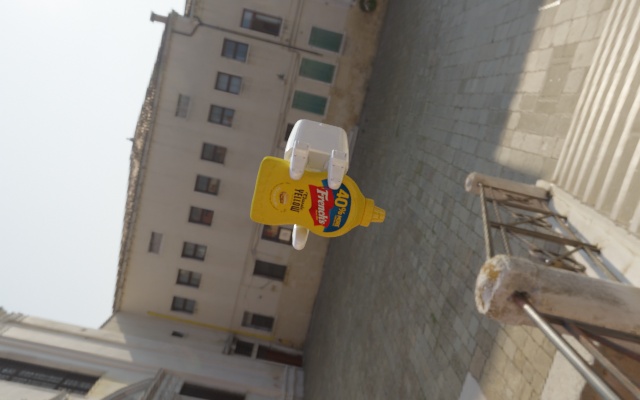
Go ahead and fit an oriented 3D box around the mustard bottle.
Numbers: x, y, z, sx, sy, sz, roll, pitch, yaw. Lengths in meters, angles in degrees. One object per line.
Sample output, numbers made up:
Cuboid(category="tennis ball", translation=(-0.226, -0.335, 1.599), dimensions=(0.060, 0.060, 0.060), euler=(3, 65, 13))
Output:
Cuboid(category="mustard bottle", translation=(0.000, 0.002, 0.696), dimensions=(0.191, 0.096, 0.058), euler=(13, 11, -4))
